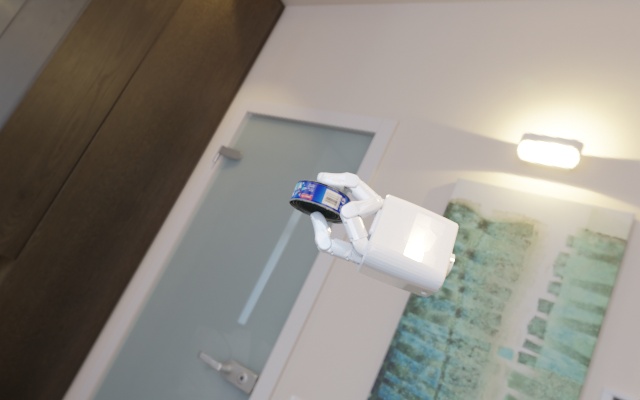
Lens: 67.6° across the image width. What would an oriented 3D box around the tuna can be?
[{"bbox_3d":[0.000,0.002,0.698,0.086,0.033,0.086,19,-14,5],"label":"tuna can"}]
